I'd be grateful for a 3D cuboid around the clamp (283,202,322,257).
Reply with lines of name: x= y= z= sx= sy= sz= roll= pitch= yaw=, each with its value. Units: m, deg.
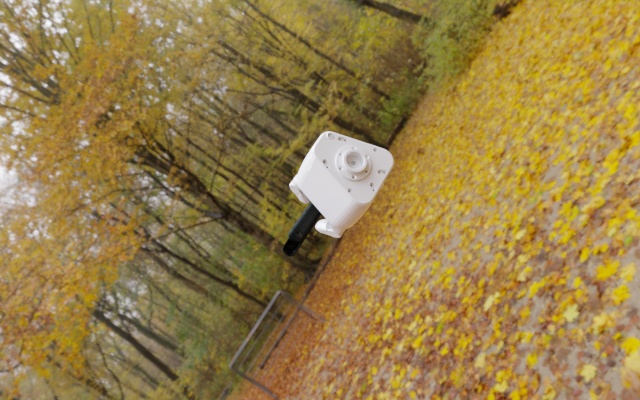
clamp: x=0.000 y=0.002 z=0.792 sx=0.036 sy=0.210 sz=0.165 roll=34 pitch=-22 yaw=0
